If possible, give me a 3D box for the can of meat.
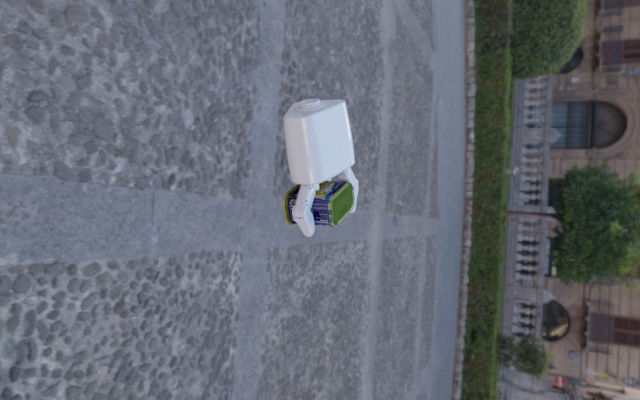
[{"bbox_3d":[0.000,0.003,0.784,0.084,0.057,0.102,3,24,25],"label":"can of meat"}]
